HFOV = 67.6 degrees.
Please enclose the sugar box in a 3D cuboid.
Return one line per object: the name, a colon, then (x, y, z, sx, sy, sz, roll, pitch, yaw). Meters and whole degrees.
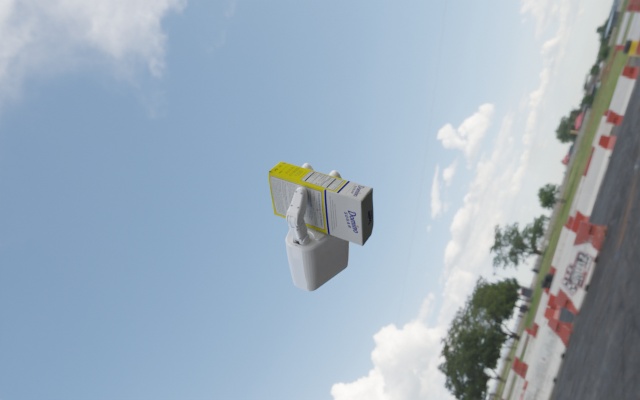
sugar box: (0.000, 0.002, 0.774, 0.176, 0.093, 0.048, 17, 42, 26)
